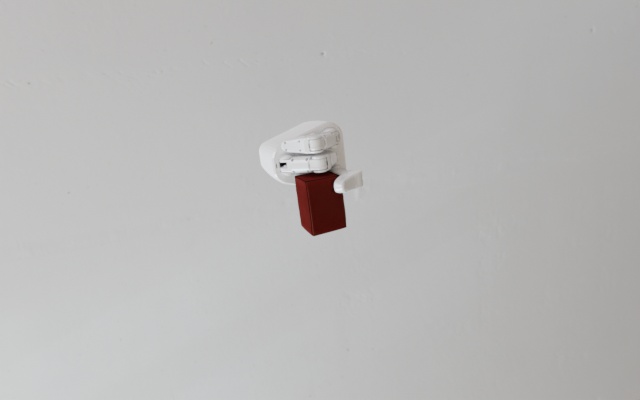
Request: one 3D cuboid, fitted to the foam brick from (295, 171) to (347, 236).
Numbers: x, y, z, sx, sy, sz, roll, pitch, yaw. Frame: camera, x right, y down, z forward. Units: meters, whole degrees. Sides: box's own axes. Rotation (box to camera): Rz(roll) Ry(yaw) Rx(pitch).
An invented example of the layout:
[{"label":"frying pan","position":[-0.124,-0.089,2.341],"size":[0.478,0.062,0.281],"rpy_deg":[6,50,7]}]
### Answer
[{"label":"foam brick","position":[0.000,0.003,0.670],"size":[0.053,0.078,0.051],"rpy_deg":[-12,15,-19]}]
